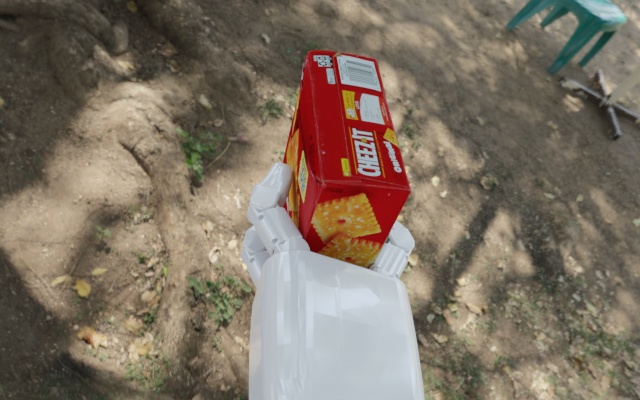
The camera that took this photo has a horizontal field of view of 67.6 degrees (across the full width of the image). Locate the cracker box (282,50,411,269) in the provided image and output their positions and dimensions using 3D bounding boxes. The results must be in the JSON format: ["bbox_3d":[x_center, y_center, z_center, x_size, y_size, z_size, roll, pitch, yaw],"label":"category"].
[{"bbox_3d":[0.000,0.001,0.432,0.072,0.164,0.214,6,-43,-13],"label":"cracker box"}]
